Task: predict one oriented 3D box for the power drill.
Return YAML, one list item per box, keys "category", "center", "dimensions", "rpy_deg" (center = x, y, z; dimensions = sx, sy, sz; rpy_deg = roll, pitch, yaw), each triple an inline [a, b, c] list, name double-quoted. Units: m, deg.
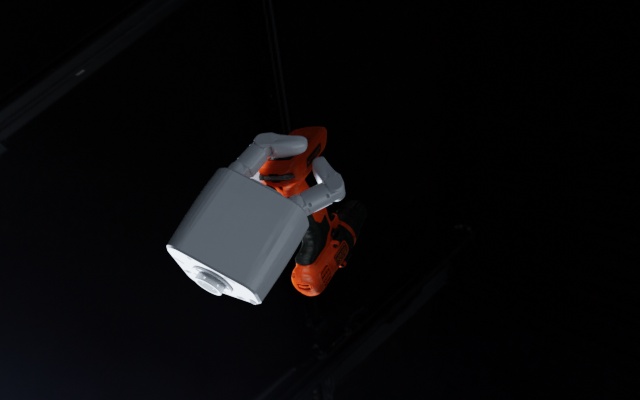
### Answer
- category: "power drill"
  center: [0.000, 0.002, 0.629]
  dimensions: [0.057, 0.188, 0.184]
  rpy_deg: [-2, 33, 31]
